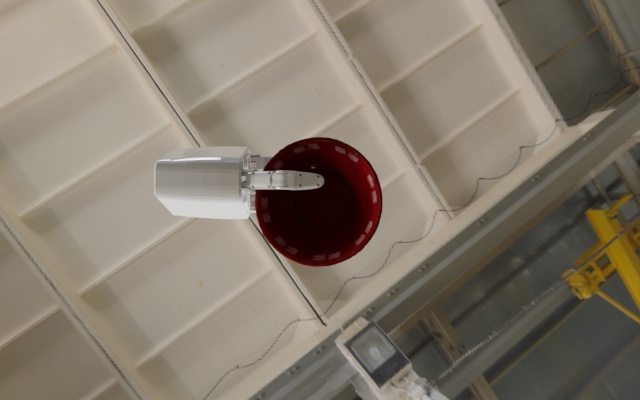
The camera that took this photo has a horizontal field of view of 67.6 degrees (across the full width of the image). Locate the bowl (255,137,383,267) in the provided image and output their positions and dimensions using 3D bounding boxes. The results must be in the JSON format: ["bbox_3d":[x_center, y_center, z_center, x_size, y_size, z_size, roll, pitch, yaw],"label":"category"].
[{"bbox_3d":[0.001,0.002,0.618,0.162,0.162,0.055,0,-1,9],"label":"bowl"}]
